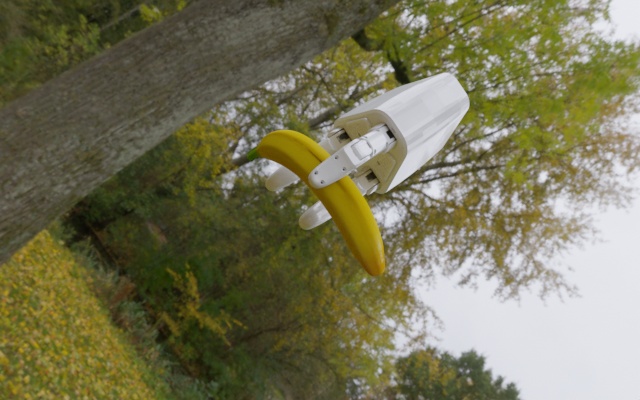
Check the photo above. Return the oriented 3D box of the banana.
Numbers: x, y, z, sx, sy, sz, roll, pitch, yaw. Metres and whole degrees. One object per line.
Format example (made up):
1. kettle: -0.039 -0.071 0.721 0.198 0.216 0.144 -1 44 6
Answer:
1. banana: 0.001 -0.012 0.474 0.037 0.197 0.070 -31 -26 -33
